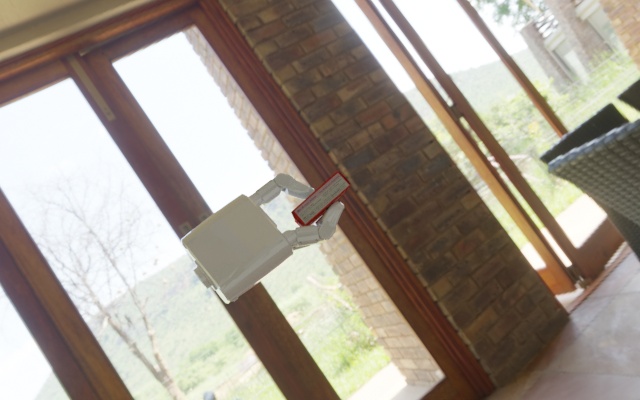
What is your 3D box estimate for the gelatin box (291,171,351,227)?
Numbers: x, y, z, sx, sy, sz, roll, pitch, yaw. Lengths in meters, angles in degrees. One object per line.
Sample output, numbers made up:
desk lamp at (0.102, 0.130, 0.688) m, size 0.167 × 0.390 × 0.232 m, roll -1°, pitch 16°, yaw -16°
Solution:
gelatin box at (0.000, 0.002, 0.677) m, size 0.089 × 0.030 × 0.073 m, roll -42°, pitch -4°, yaw -6°
